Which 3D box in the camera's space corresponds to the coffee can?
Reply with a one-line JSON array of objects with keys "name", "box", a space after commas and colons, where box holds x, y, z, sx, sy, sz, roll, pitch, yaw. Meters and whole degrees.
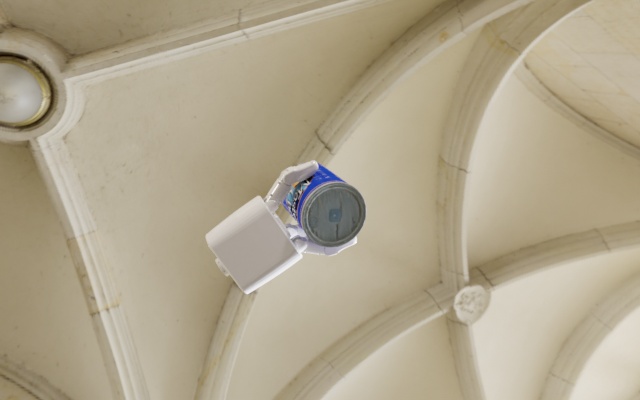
[{"name": "coffee can", "box": [0.000, 0.002, 0.770, 0.103, 0.103, 0.140, 0, 17, -19]}]
